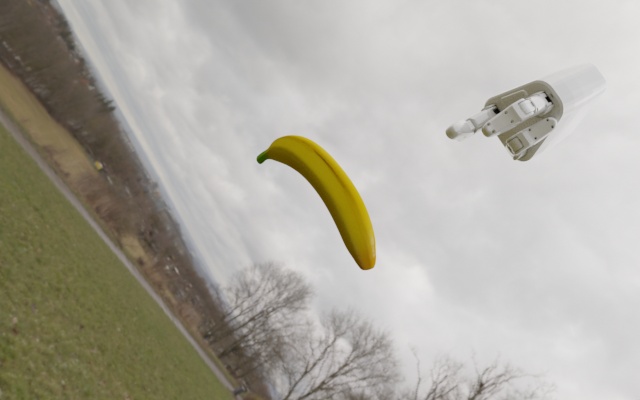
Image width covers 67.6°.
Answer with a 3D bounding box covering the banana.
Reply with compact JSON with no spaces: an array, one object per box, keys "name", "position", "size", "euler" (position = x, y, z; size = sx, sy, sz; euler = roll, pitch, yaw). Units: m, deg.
[{"name":"banana","position":[0.003,-0.014,0.517],"size":[0.037,0.070,0.197],"euler":[-21,55,-37]}]
